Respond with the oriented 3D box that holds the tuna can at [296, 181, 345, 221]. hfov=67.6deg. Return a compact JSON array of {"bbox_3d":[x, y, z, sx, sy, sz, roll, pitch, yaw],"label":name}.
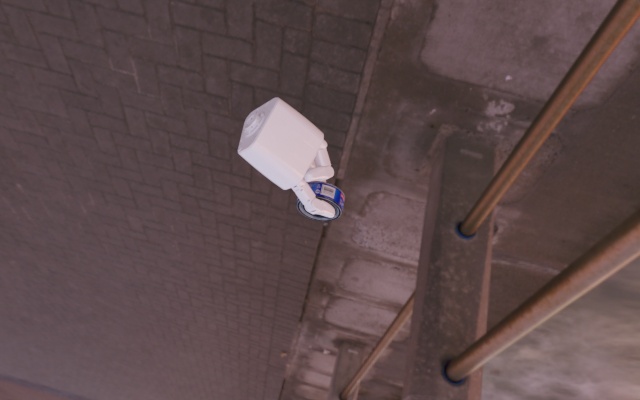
[{"bbox_3d":[0.000,0.003,0.870,0.086,0.033,0.086,9,-32,5],"label":"tuna can"}]
